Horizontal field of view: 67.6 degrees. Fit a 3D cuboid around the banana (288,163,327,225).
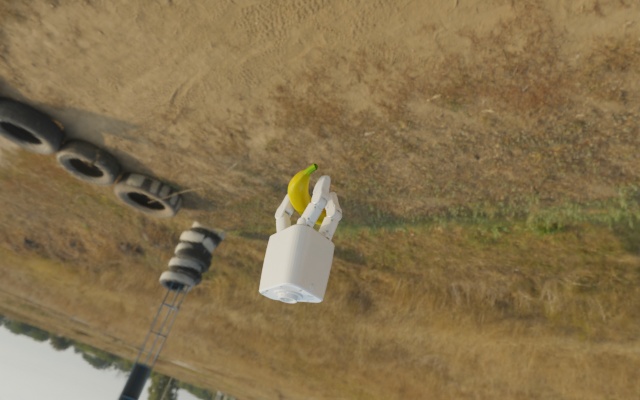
[{"bbox_3d":[-0.019,0.003,0.894,0.069,0.037,0.198,-5,-32,11],"label":"banana"}]
